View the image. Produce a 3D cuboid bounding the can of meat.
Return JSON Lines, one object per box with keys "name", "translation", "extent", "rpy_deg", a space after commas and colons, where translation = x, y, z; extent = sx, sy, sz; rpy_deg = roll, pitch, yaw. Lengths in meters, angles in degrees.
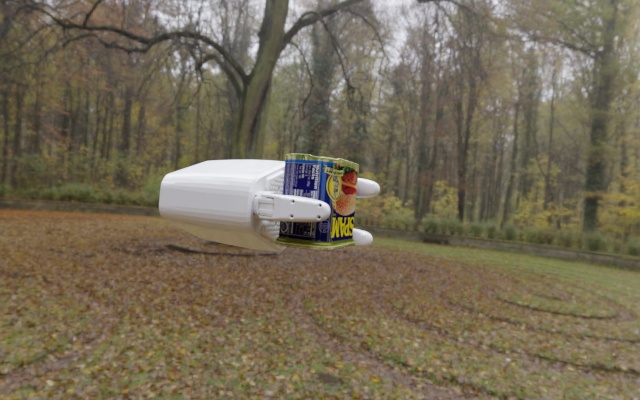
{"name": "can of meat", "translation": [0.000, 0.001, 0.467], "extent": [0.057, 0.084, 0.102], "rpy_deg": [5, 0, 21]}
